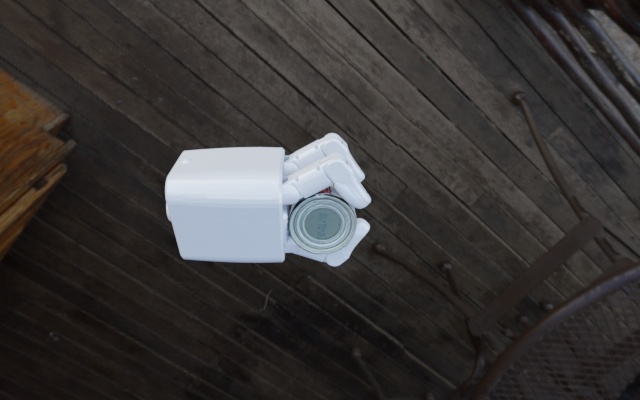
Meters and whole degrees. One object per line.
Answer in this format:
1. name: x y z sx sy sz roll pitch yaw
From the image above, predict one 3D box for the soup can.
1. soup can: 0.001 0.002 0.500 0.068 0.068 0.102 0 26 -2
